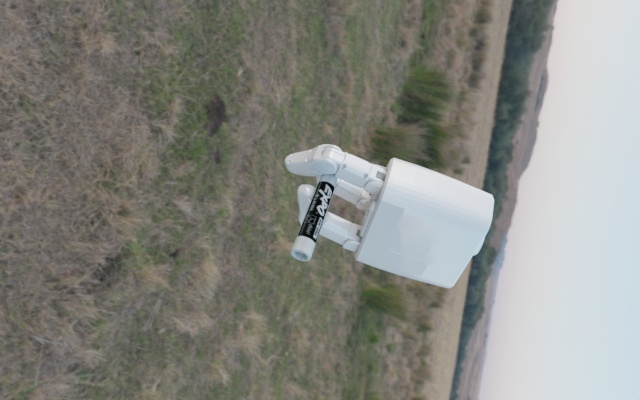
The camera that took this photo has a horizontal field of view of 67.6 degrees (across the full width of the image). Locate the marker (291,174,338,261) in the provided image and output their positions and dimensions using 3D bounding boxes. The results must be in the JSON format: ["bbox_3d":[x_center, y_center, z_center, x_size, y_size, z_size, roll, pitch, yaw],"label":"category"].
[{"bbox_3d":[0.000,0.001,0.452,0.020,0.121,0.020,14,-34,10],"label":"marker"}]
